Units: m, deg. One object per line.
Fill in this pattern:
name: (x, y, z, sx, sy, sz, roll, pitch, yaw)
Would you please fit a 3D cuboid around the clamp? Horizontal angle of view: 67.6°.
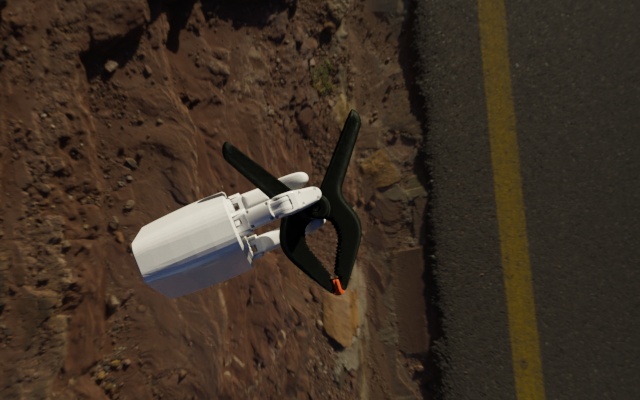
clamp: (0.000, 0.002, 0.548, 0.164, 0.210, 0.036, -23, -3, -7)
